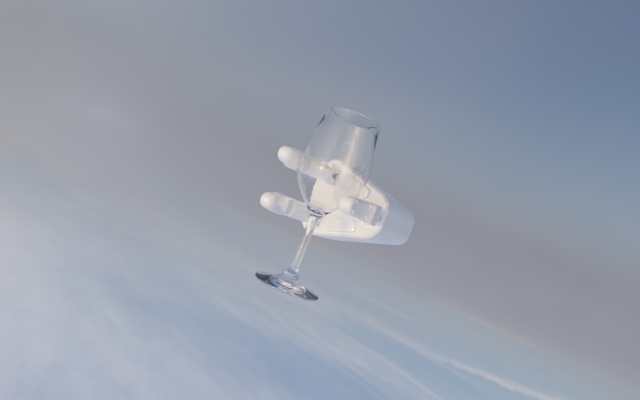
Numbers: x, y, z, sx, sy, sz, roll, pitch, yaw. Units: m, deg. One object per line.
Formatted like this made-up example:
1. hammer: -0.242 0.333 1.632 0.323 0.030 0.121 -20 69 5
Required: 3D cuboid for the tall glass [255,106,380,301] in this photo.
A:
1. tall glass: 0.000 0.002 0.521 0.079 0.201 0.079 22 0 0
